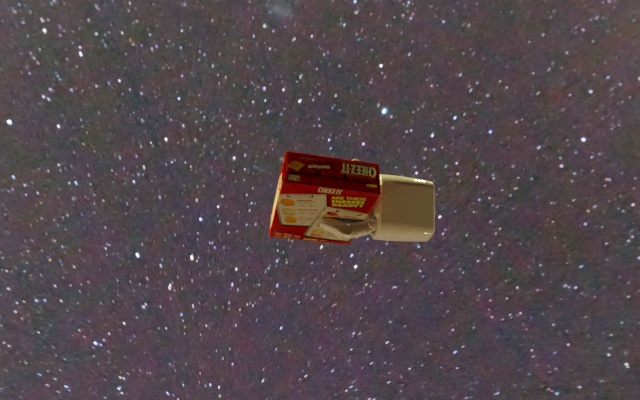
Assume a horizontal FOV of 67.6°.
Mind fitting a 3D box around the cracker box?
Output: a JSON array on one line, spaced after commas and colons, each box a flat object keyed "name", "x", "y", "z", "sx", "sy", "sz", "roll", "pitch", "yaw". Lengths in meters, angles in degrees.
[{"name": "cracker box", "x": 0.000, "y": 0.003, "z": 0.865, "sx": 0.164, "sy": 0.072, "sz": 0.214, "roll": 7, "pitch": -30, "yaw": -9}]
